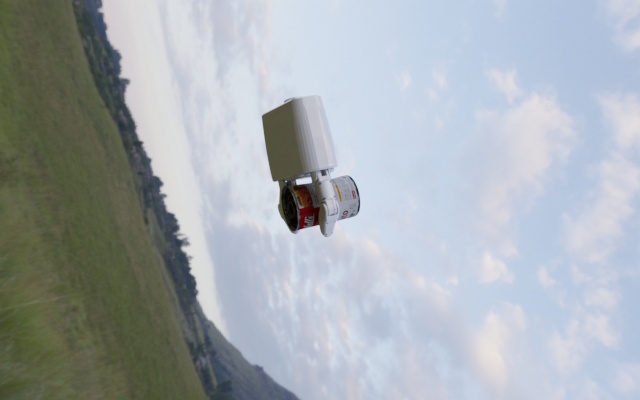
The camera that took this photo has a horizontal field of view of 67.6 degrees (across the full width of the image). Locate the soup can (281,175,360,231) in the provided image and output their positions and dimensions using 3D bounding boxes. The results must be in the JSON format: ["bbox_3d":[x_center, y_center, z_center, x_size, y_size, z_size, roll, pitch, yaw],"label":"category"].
[{"bbox_3d":[0.001,0.003,0.718,0.102,0.068,0.068,-12,4,-22],"label":"soup can"}]
